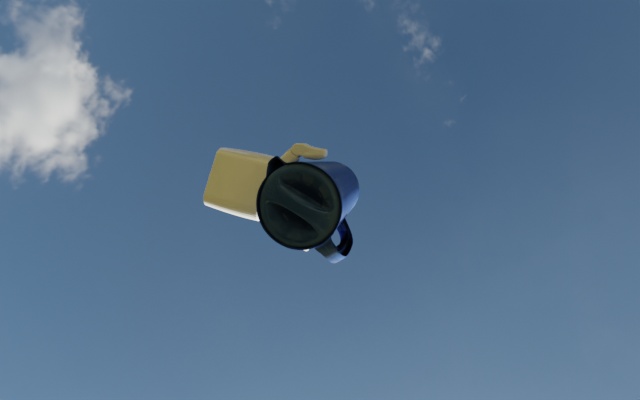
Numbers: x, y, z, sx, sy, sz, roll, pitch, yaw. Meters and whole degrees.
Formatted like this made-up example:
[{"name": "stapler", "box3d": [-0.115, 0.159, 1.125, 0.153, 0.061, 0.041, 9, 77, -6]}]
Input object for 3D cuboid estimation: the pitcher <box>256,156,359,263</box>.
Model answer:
[{"name": "pitcher", "box3d": [0.000, 0.003, 0.813, 0.145, 0.149, 0.243, 12, 11, 13]}]
